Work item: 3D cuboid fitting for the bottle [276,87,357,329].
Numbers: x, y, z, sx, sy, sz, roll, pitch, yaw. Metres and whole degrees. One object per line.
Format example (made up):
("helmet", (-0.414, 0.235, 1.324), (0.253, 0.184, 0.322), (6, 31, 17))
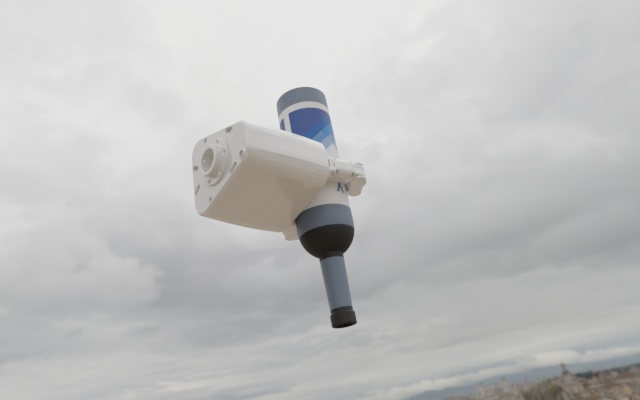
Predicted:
("bottle", (0.000, 0.002, 0.568), (0.069, 0.295, 0.069), (-9, -25, -4))
